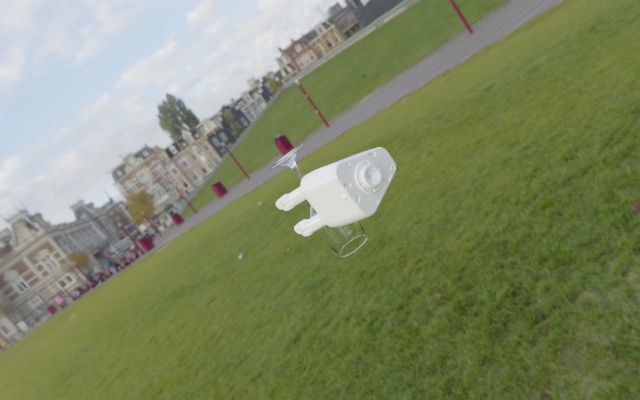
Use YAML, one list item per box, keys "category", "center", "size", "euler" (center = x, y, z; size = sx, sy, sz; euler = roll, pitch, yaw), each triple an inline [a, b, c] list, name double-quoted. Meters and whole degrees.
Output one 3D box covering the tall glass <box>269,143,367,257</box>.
- category: "tall glass"
  center: [0.000, 0.002, 0.834]
  size: [0.079, 0.201, 0.079]
  euler: [-35, 10, 7]
